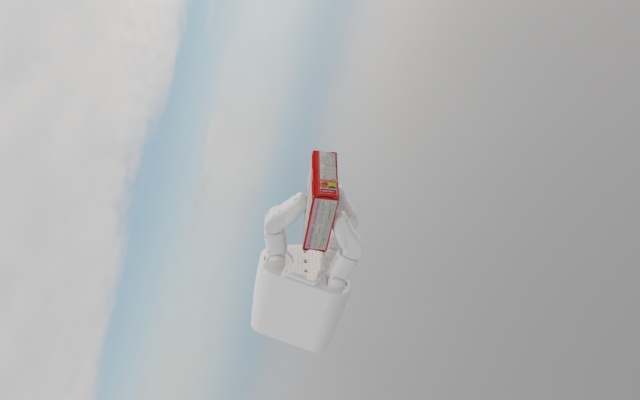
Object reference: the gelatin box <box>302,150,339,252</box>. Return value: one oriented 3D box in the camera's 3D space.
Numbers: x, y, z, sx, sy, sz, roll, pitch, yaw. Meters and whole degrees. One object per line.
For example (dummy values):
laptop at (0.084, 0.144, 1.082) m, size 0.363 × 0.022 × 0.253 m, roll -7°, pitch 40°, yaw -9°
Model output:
gelatin box at (0.000, 0.001, 0.526) m, size 0.030 × 0.073 × 0.089 m, roll 5°, pitch -45°, yaw -6°
